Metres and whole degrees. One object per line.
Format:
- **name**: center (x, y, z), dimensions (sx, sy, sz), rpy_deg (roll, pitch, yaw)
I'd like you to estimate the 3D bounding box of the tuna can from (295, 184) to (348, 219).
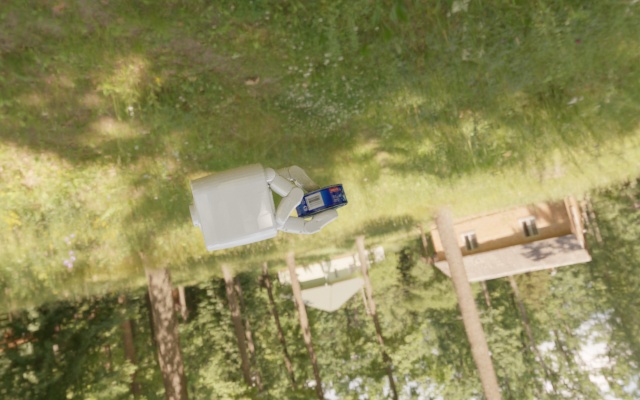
- **tuna can**: center (0.000, 0.003, 0.769), dimensions (0.086, 0.033, 0.086), rpy_deg (-18, -6, -2)
